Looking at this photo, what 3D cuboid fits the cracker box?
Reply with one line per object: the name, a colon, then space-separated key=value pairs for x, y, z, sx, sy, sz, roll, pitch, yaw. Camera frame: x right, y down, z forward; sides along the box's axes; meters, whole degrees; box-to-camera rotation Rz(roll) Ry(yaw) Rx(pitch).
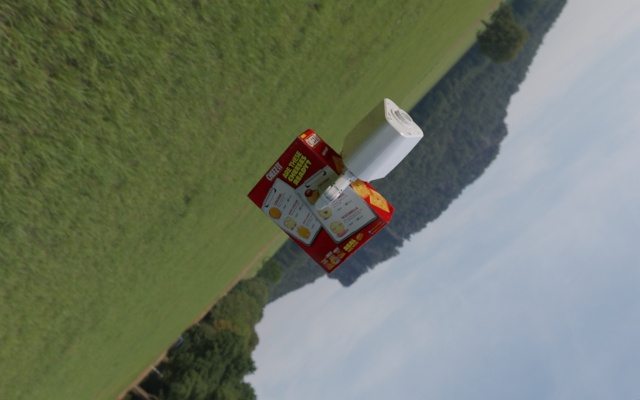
cracker box: x=0.000 y=0.003 z=0.869 sx=0.164 sy=0.214 sz=0.072 roll=-45 pitch=2 yaw=29
